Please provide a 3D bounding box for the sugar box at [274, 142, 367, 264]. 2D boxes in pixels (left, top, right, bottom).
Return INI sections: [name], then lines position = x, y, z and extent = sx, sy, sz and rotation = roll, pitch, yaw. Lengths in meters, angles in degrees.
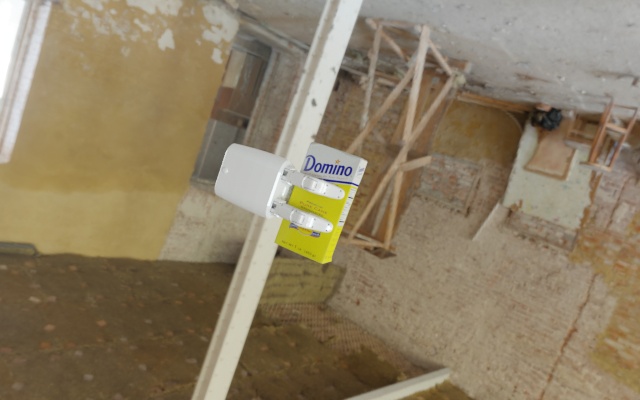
[sugar box]
position = 0.000, 0.003, 0.767
extent = 0.093, 0.176, 0.048
rotation = 21, 6, 19
